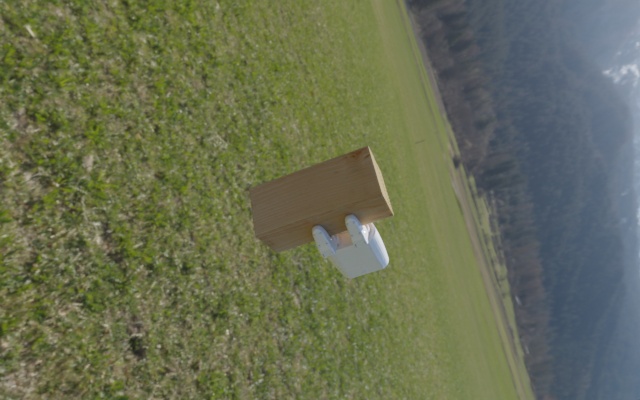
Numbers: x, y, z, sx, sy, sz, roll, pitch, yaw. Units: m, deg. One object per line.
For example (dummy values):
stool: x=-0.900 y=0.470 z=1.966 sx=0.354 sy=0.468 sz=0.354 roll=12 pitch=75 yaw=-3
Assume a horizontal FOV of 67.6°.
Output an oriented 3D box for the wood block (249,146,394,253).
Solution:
wood block: x=0.000 y=0.002 z=0.770 sx=0.206 sy=0.090 sz=0.090 roll=-19 pitch=-30 yaw=12
